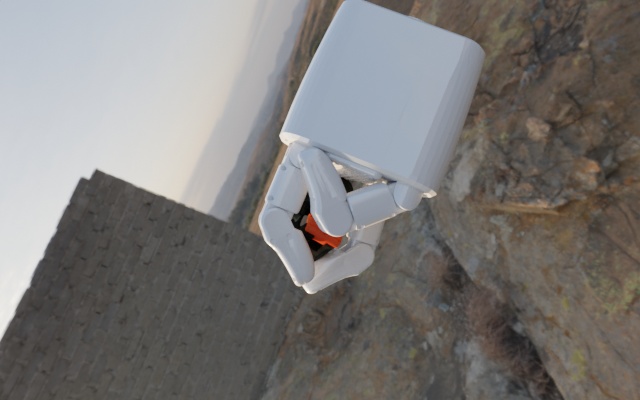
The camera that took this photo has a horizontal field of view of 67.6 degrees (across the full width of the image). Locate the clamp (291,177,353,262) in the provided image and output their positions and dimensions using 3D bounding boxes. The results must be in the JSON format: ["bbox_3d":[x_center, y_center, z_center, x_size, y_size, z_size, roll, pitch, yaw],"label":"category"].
[{"bbox_3d":[-0.001,0.001,0.418,0.039,0.120,0.171,23,-3,-12],"label":"clamp"}]
